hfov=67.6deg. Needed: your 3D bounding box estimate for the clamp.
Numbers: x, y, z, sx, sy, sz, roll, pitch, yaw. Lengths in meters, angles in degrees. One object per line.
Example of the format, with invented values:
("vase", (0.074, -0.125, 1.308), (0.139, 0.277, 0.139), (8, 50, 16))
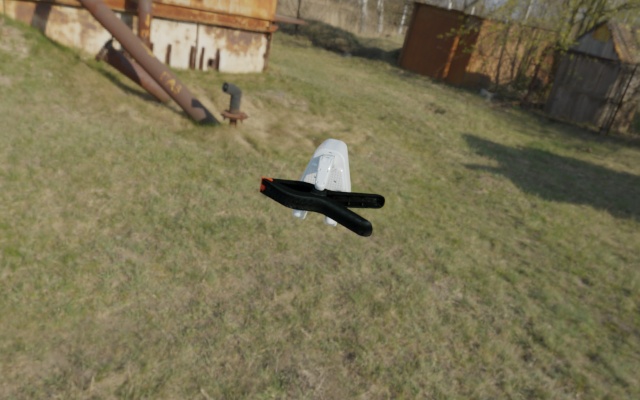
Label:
("clamp", (0.000, 0.002, 0.765), (0.210, 0.036, 0.164), (13, 18, 4))
